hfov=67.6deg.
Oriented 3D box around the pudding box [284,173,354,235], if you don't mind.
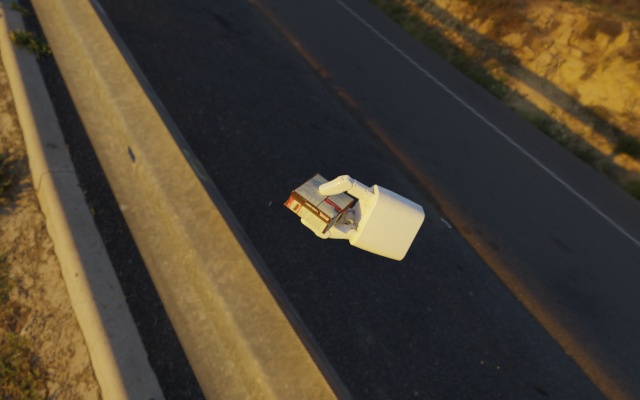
[{"bbox_3d":[0.000,0.003,0.871,0.090,0.039,0.113,36,29,9],"label":"pudding box"}]
